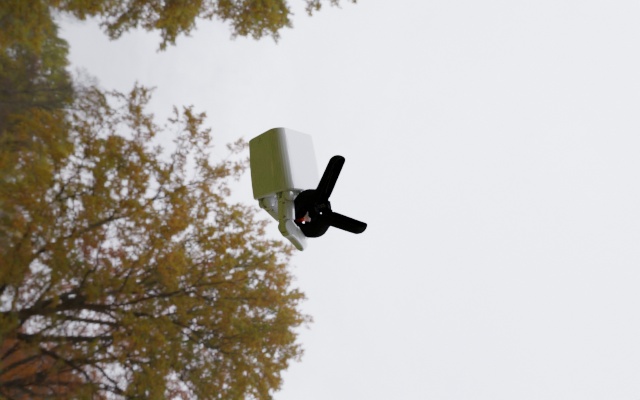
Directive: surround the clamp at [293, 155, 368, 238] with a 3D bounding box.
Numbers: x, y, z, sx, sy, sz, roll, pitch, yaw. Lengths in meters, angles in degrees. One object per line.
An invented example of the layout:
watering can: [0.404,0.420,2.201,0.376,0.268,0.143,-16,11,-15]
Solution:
clamp: [0.001,0.003,0.745,0.039,0.120,0.171,-1,-10,-41]
